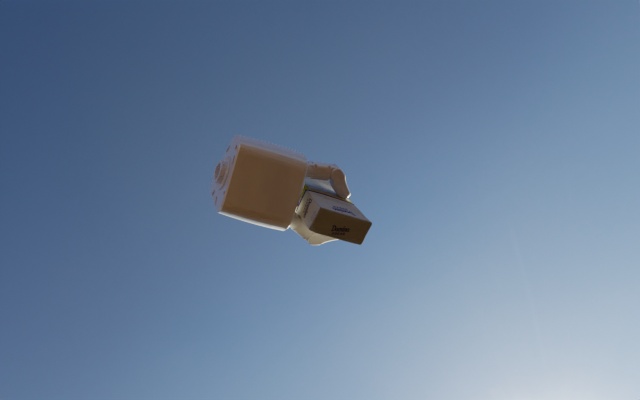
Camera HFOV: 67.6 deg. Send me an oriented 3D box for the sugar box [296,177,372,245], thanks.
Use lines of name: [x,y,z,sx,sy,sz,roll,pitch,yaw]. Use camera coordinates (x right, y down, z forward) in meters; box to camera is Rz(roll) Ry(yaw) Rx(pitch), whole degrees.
sugar box: [0.000,0.003,0.748,0.093,0.048,0.176,17,19,-27]
